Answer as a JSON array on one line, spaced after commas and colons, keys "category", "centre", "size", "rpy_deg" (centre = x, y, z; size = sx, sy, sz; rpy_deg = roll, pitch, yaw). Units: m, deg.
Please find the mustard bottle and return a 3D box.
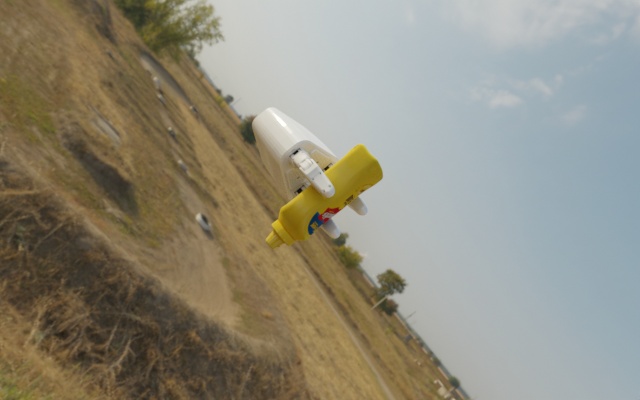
[{"category": "mustard bottle", "centre": [0.001, 0.002, 0.685], "size": [0.191, 0.058, 0.096], "rpy_deg": [-39, -13, -1]}]
